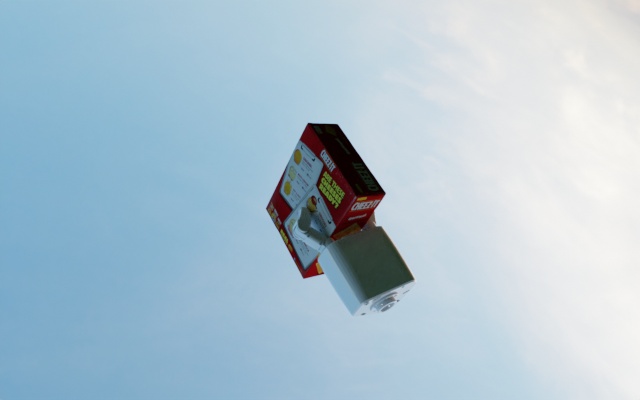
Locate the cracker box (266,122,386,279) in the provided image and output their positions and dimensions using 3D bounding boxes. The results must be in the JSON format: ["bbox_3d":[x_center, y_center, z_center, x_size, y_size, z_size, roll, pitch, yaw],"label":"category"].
[{"bbox_3d":[0.000,0.003,0.804,0.072,0.164,0.214,-7,-38,-36],"label":"cracker box"}]
